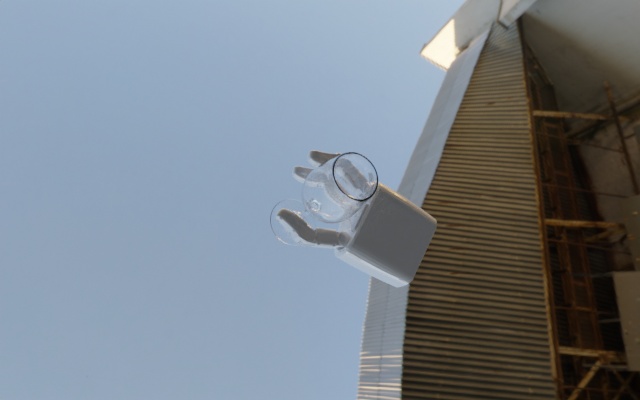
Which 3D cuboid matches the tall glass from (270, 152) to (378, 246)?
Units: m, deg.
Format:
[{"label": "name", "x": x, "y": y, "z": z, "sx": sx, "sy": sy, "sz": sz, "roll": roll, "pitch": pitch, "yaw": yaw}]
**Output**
[{"label": "tall glass", "x": 0.000, "y": 0.002, "z": 0.644, "sx": 0.079, "sy": 0.079, "sz": 0.201, "roll": 0, "pitch": -18, "yaw": -26}]
